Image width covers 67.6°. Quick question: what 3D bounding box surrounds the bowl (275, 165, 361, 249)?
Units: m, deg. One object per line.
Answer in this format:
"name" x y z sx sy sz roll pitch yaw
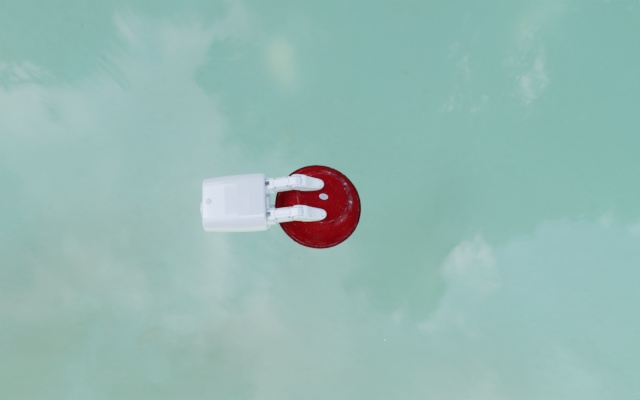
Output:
"bowl" 0.001 0.002 0.857 0.162 0.162 0.055 0 -17 -9
